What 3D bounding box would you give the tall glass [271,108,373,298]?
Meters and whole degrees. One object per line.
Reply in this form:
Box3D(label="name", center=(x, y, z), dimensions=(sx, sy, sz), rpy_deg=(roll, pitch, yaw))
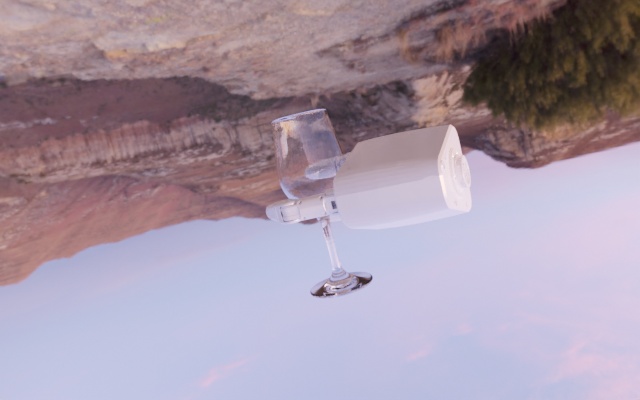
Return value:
Box3D(label="tall glass", center=(0.000, 0.002, 0.536), dimensions=(0.079, 0.201, 0.079), rpy_deg=(-14, 7, 2))
